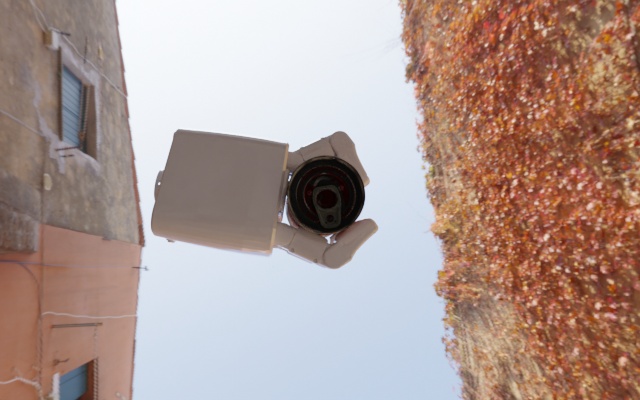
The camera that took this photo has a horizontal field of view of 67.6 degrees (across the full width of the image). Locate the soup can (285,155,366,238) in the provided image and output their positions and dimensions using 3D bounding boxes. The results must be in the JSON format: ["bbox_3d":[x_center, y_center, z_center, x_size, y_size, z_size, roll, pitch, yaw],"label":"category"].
[{"bbox_3d":[0.001,0.001,0.457,0.068,0.068,0.102,0,-8,-6],"label":"soup can"}]
